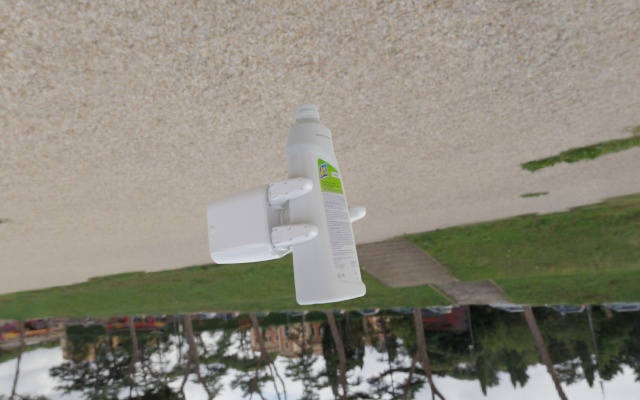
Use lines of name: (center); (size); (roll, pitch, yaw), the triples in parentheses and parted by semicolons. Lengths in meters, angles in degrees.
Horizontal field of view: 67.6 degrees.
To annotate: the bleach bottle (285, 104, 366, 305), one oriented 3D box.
bleach bottle: (0.000, 0.002, 0.617); (0.068, 0.250, 0.102); (-11, -10, 27)
